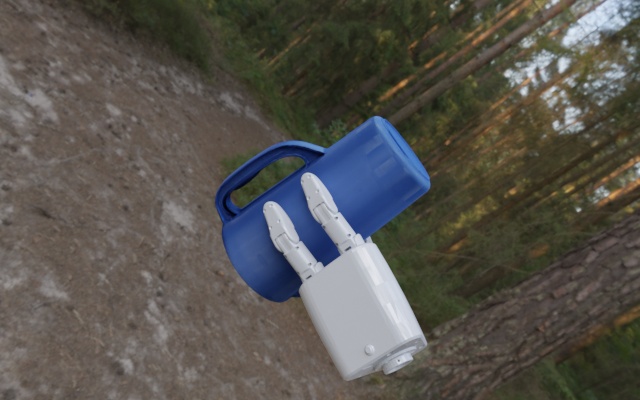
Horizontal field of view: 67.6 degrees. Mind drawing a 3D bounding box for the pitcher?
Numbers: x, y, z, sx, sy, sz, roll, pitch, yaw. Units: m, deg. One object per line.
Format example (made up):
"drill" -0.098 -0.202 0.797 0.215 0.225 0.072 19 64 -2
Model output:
"pitcher" 0.000 0.002 0.584 0.243 0.145 0.149 -37 -31 17
